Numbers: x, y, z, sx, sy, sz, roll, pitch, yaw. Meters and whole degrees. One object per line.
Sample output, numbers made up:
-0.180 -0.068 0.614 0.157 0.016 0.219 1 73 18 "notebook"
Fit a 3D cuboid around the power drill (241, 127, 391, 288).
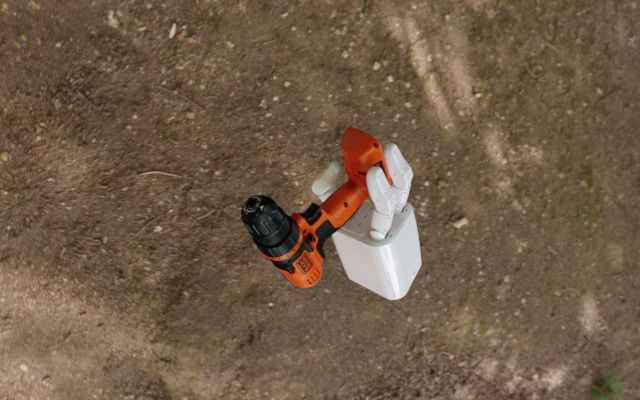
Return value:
0.001 0.002 0.574 0.057 0.187 0.184 35 -15 32 "power drill"
